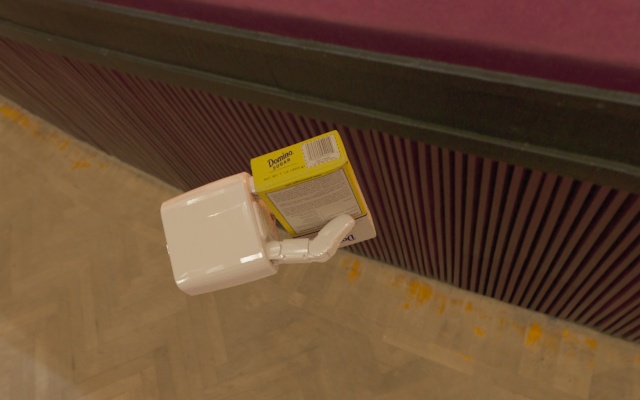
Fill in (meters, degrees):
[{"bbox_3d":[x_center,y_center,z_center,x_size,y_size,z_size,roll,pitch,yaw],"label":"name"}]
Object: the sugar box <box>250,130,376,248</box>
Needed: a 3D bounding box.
[{"bbox_3d":[0.000,0.001,0.526,0.093,0.048,0.176,-17,-28,7],"label":"sugar box"}]
